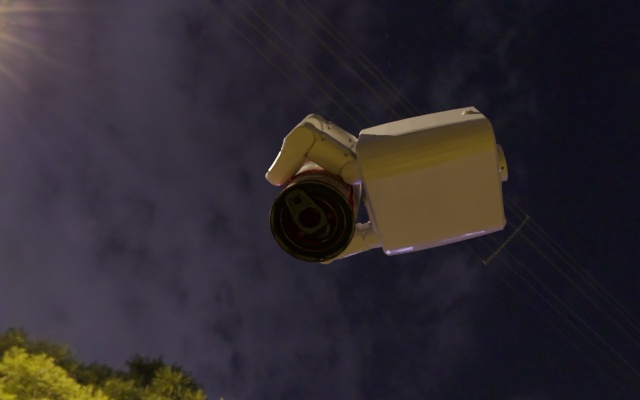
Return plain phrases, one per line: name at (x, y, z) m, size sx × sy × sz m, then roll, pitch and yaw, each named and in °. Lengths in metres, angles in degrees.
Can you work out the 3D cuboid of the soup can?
soup can at (0.000, 0.002, 0.418) m, size 0.068 × 0.068 × 0.102 m, roll 0°, pitch 19°, yaw 8°
